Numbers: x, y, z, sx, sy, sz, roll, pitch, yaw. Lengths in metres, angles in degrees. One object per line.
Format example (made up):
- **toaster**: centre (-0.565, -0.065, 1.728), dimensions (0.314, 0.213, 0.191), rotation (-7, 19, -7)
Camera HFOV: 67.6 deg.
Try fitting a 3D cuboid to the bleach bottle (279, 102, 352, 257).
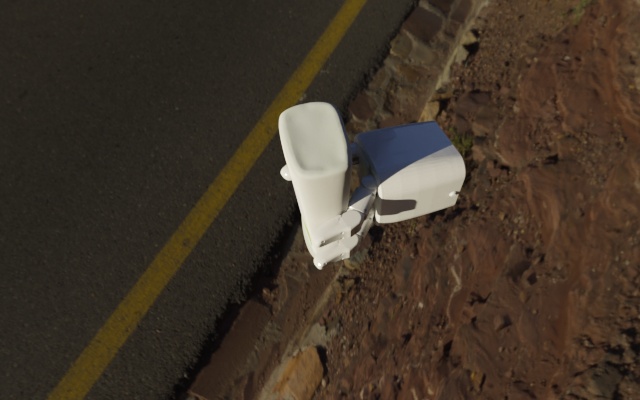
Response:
- **bleach bottle**: centre (0.000, 0.002, 0.588), dimensions (0.068, 0.102, 0.251), rotation (-12, -31, -4)
